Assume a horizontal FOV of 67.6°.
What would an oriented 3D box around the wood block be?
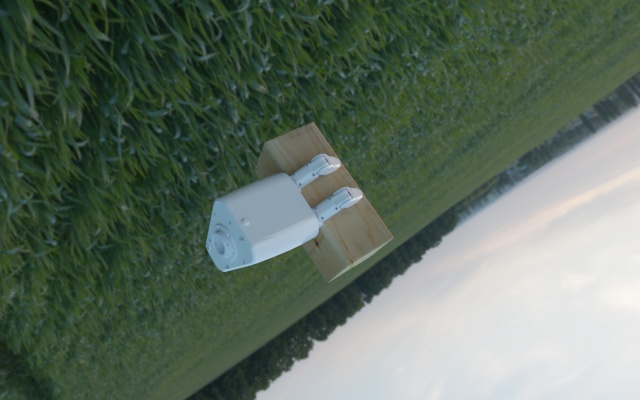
[{"bbox_3d":[0.000,0.003,0.700,0.090,0.206,0.091,-28,-13,-27],"label":"wood block"}]
